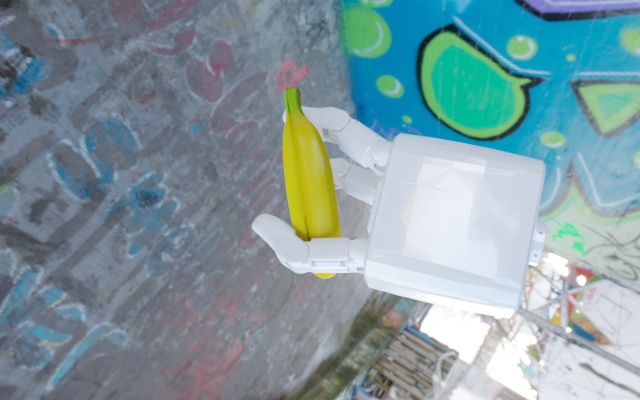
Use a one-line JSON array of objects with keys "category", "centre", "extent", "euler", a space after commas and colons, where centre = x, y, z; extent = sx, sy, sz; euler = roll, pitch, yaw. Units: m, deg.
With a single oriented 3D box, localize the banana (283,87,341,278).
[{"category": "banana", "centre": [-0.002, 0.011, 0.395], "extent": [0.037, 0.198, 0.069], "euler": [-1, 39, 8]}]
